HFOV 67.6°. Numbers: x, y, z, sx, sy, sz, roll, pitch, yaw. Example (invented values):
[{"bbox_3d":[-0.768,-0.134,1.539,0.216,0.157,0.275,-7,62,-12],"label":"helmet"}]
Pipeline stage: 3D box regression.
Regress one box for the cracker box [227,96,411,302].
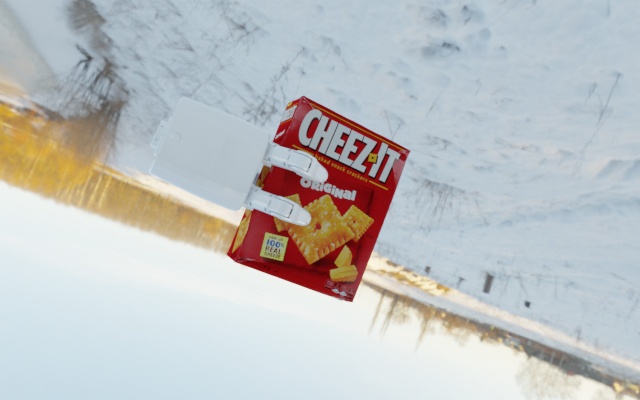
[{"bbox_3d":[0.000,0.002,0.604,0.164,0.213,0.072,24,-5,-19],"label":"cracker box"}]
